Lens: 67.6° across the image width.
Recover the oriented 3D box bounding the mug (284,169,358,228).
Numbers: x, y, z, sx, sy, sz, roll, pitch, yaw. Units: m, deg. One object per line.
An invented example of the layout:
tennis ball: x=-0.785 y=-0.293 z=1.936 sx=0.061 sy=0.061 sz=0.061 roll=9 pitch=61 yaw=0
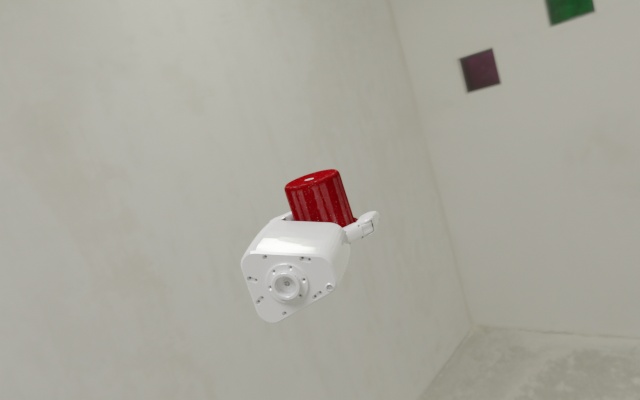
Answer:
mug: x=0.000 y=0.002 z=0.689 sx=0.093 sy=0.081 sz=0.117 roll=-15 pitch=12 yaw=13
